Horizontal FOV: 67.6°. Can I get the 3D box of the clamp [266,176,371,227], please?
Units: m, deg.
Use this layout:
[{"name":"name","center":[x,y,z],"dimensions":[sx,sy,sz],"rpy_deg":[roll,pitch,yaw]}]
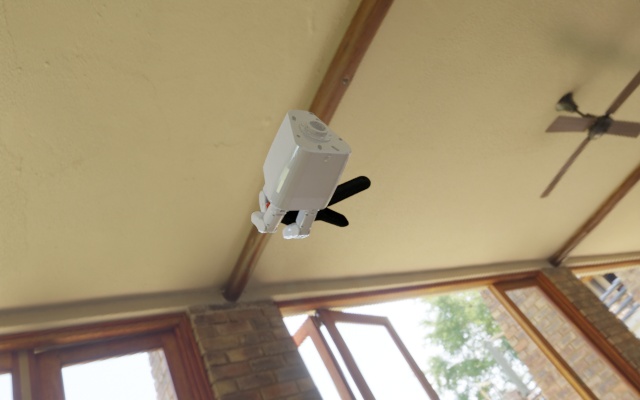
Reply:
[{"name":"clamp","center":[0.000,0.002,0.777],"dimensions":[0.171,0.120,0.039],"rpy_deg":[-1,44,-35]}]
